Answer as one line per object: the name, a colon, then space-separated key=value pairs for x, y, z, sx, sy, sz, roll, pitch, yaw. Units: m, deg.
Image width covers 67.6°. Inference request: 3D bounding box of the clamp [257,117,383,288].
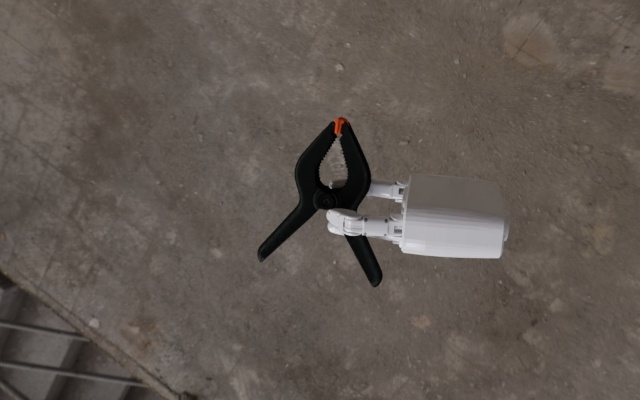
clamp: x=0.000 y=0.002 z=0.595 sx=0.164 sy=0.210 sz=0.036 roll=4 pitch=14 yaw=10
